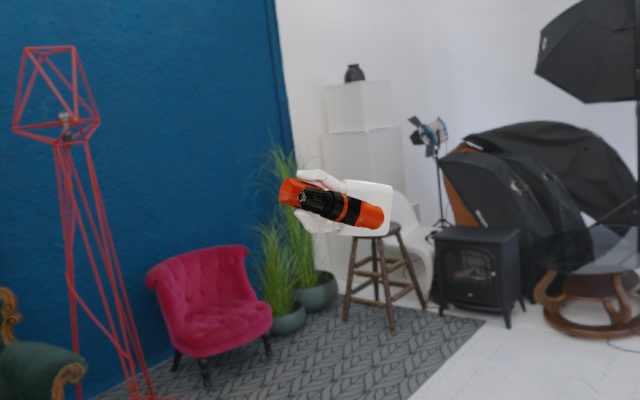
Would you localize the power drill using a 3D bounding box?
[{"bbox_3d":[0.000,0.003,0.889,0.184,0.057,0.187,19,1,-36],"label":"power drill"}]
